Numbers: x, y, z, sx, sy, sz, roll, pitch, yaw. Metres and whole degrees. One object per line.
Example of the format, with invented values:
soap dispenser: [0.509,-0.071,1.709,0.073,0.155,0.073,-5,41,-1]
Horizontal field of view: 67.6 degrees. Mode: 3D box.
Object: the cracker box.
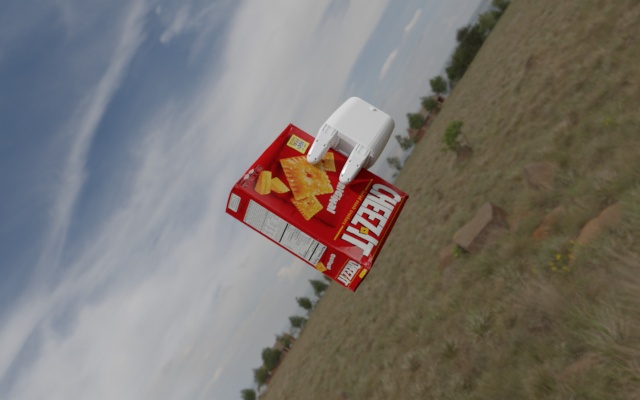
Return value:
cracker box: [0.000,0.002,0.685,0.213,0.164,0.072,31,-42,5]
